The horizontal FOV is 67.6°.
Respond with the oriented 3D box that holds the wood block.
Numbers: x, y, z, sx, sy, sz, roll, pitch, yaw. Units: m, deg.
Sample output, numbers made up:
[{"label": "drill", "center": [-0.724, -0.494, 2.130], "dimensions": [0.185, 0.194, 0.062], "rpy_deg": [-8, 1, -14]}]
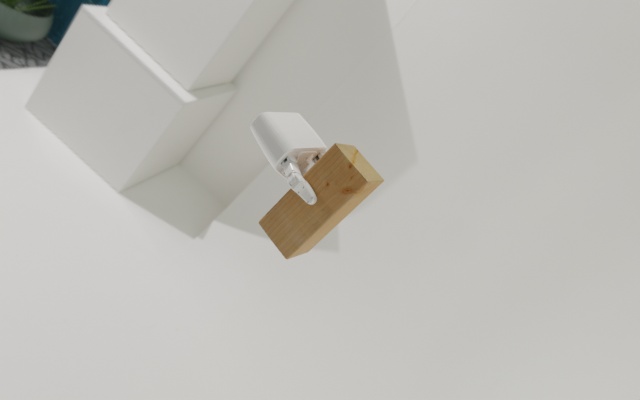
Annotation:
[{"label": "wood block", "center": [0.000, 0.002, 0.853], "dimensions": [0.206, 0.090, 0.091], "rpy_deg": [-45, -16, 21]}]
